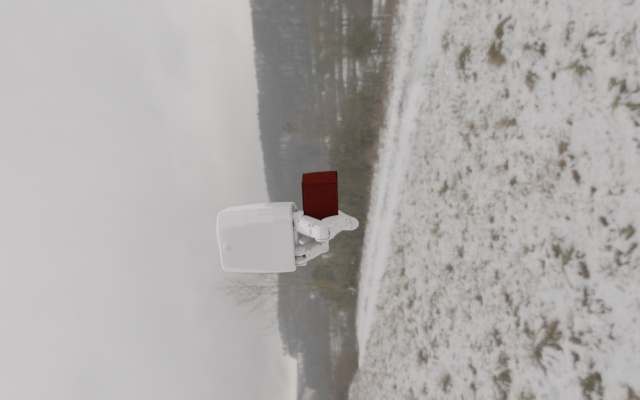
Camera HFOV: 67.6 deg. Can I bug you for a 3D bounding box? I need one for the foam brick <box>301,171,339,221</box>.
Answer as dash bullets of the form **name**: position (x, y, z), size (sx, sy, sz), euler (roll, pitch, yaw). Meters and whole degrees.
- **foam brick**: position (0.000, 0.002, 0.690), size (0.051, 0.078, 0.053), euler (-2, 21, 2)
